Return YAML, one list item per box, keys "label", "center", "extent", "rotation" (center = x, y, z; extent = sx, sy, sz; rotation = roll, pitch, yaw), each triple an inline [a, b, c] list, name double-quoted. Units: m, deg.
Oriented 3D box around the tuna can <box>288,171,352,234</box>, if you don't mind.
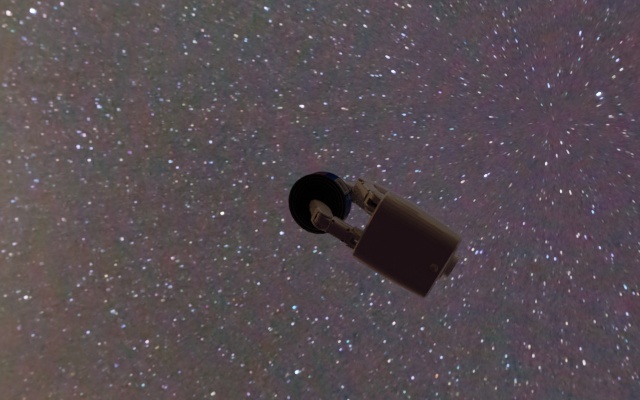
- label: "tuna can"
  center: [0.000, 0.002, 0.677]
  extent: [0.086, 0.086, 0.033]
  rotation: [0, 11, 21]
